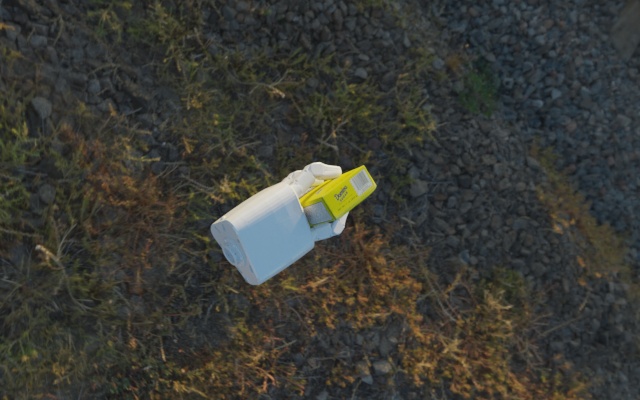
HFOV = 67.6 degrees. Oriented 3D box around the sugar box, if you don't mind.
[{"bbox_3d":[0.000,0.002,0.748,0.093,0.048,0.176,-37,11,-31],"label":"sugar box"}]
